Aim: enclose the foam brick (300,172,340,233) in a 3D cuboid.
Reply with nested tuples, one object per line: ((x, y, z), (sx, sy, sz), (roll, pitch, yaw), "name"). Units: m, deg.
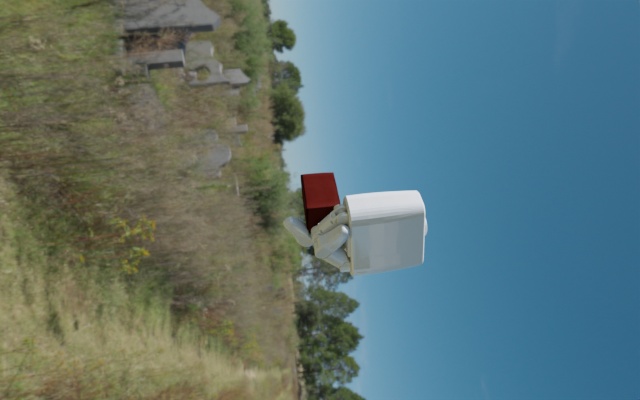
((0.000, 0.002, 0.716), (0.051, 0.053, 0.078), (-7, 44, -4), "foam brick")
